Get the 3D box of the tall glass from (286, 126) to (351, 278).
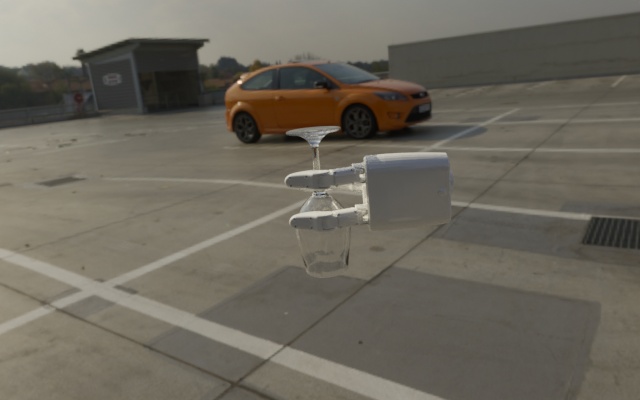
[{"bbox_3d":[0.000,0.001,0.660,0.079,0.201,0.079,-5,14,1],"label":"tall glass"}]
